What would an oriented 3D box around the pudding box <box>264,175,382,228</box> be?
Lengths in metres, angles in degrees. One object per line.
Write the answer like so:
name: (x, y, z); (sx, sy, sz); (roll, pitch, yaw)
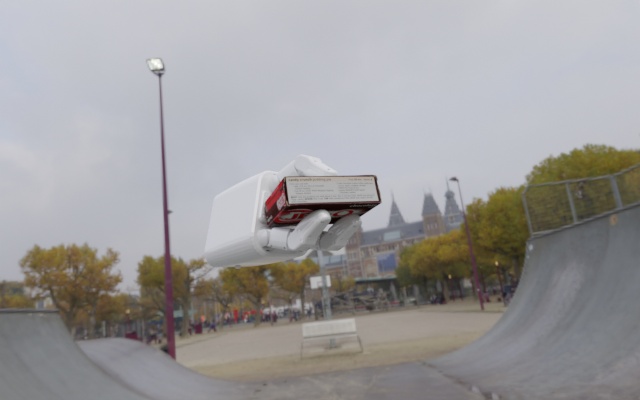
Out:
pudding box: (0.000, 0.002, 0.552); (0.113, 0.039, 0.090); (-4, -15, -21)
